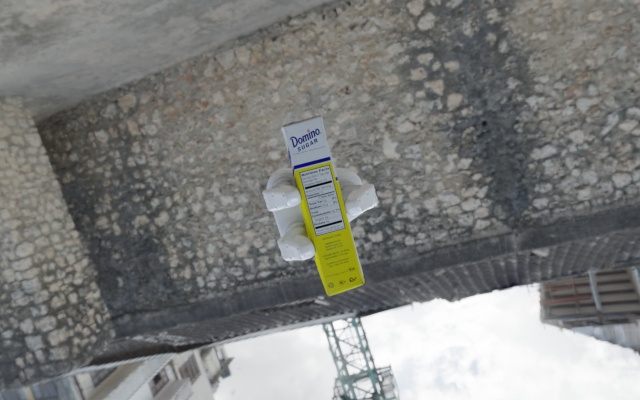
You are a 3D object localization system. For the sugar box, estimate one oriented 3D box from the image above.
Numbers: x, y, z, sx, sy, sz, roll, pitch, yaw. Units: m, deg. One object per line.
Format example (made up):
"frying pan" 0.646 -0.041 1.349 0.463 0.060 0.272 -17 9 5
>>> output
"sugar box" 0.000 0.002 0.507 0.048 0.176 0.093 -18 8 -3
